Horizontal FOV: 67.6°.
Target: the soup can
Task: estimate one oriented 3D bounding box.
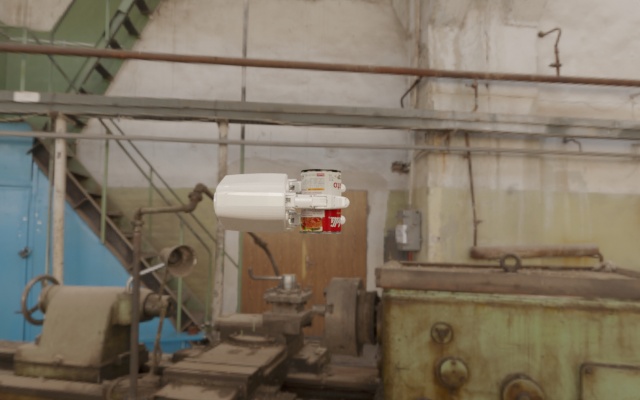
[{"bbox_3d":[0.001,0.002,0.776,0.068,0.102,0.068,1,-3,0],"label":"soup can"}]
